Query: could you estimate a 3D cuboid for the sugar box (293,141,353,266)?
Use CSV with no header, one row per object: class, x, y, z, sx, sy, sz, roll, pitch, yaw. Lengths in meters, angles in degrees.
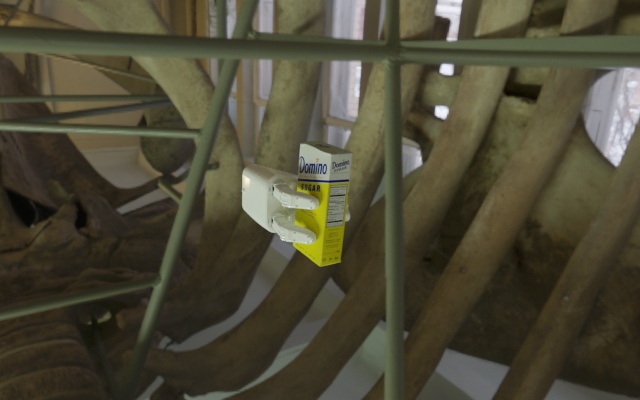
sugar box,0.000,0.003,0.739,0.048,0.176,0.093,-8,20,-31
